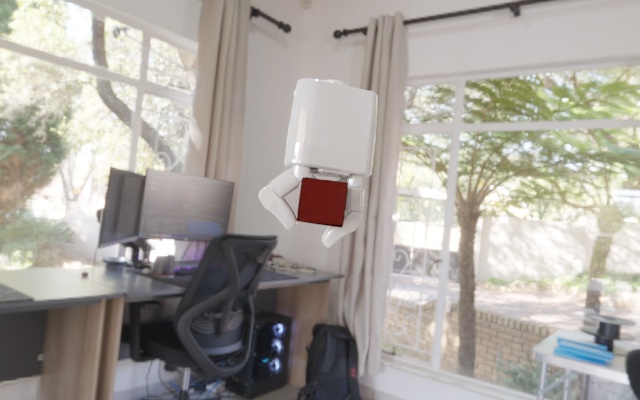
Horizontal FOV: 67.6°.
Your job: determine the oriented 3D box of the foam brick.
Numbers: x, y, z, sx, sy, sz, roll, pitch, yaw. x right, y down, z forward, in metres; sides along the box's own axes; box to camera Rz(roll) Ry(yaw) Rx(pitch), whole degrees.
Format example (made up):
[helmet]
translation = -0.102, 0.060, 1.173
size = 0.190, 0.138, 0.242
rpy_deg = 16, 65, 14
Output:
[foam brick]
translation = 0.000, 0.002, 0.565
size = 0.053, 0.051, 0.078
rpy_deg = 8, -1, -4
